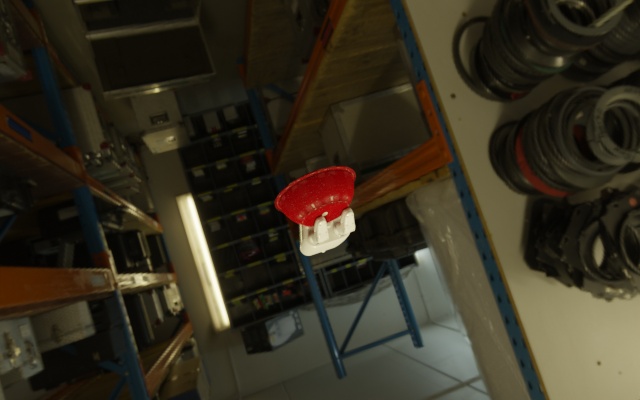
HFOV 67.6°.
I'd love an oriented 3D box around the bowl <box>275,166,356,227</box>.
[{"bbox_3d":[0.000,0.003,0.881,0.162,0.055,0.162,-20,-23,-9],"label":"bowl"}]
